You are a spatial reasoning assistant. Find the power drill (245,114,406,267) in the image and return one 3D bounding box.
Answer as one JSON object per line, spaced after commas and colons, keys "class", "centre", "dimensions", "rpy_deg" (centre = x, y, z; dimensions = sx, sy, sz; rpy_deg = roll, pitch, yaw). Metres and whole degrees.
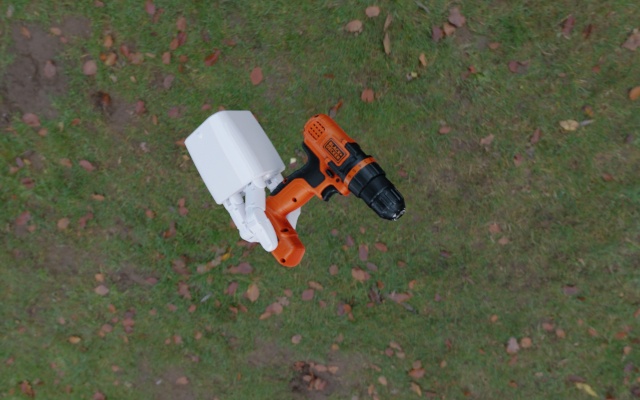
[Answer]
{"class": "power drill", "centre": [0.000, 0.002, 0.653], "dimensions": [0.188, 0.184, 0.057], "rpy_deg": [-46, -23, 13]}
